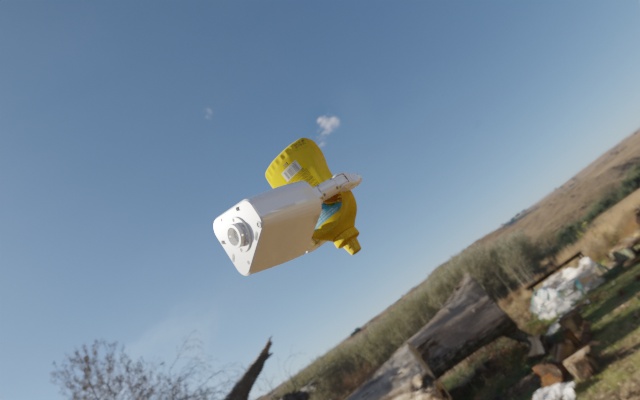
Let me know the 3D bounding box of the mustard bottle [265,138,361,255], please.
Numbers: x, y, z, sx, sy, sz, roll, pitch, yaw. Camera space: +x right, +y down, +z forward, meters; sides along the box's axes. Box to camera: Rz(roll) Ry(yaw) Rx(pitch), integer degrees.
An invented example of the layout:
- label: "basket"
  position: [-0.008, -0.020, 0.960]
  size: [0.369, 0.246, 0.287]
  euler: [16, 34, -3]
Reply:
- label: "mustard bottle"
  position: [0.000, 0.002, 0.736]
  size: [0.096, 0.191, 0.058]
  euler: [-42, -18, 18]
